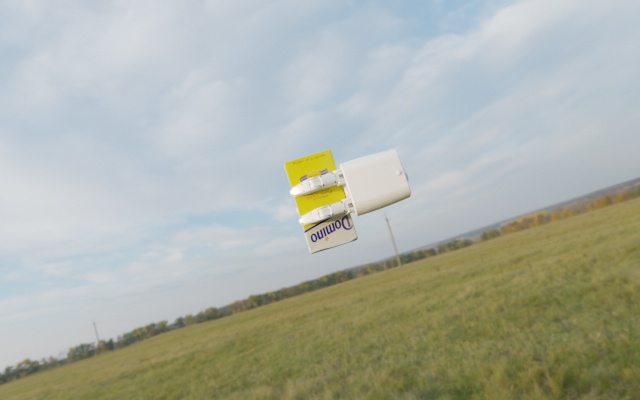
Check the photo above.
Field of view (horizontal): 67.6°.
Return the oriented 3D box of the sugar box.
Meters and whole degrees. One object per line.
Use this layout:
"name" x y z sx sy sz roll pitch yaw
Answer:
"sugar box" 0.000 0.003 0.890 0.093 0.176 0.048 -17 -8 -4
